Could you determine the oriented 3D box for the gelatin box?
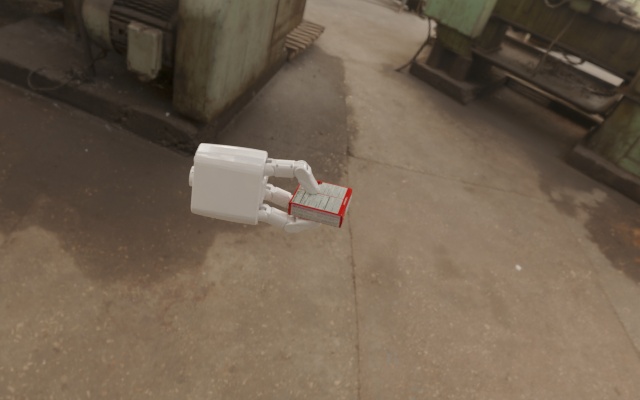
[{"bbox_3d":[0.000,0.002,0.771,0.089,0.030,0.073,13,39,9],"label":"gelatin box"}]
